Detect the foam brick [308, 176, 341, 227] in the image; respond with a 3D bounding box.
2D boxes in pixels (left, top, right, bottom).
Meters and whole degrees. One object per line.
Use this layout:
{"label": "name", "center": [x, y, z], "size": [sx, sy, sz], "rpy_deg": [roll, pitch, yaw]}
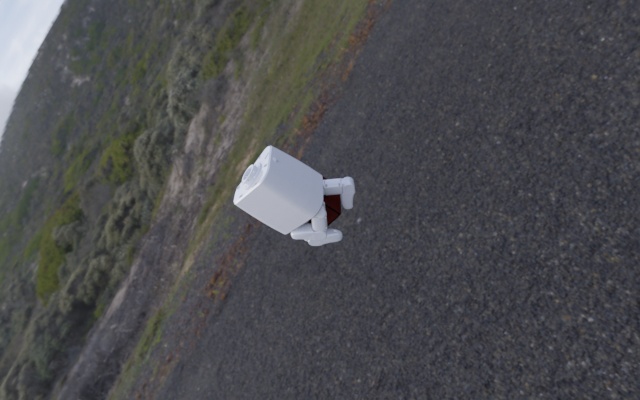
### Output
{"label": "foam brick", "center": [0.000, 0.003, 0.845], "size": [0.051, 0.078, 0.053], "rpy_deg": [32, -59, -24]}
